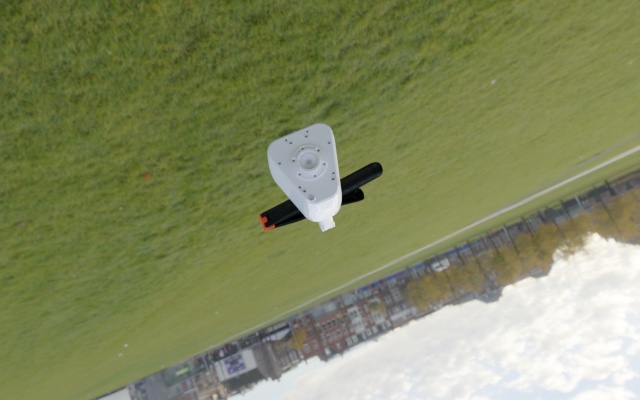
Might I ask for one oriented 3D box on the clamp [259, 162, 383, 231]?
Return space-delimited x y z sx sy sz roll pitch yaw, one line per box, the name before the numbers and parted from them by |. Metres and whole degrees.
clamp | 0.000 0.004 0.811 0.210 0.036 0.164 -22 -13 -4
